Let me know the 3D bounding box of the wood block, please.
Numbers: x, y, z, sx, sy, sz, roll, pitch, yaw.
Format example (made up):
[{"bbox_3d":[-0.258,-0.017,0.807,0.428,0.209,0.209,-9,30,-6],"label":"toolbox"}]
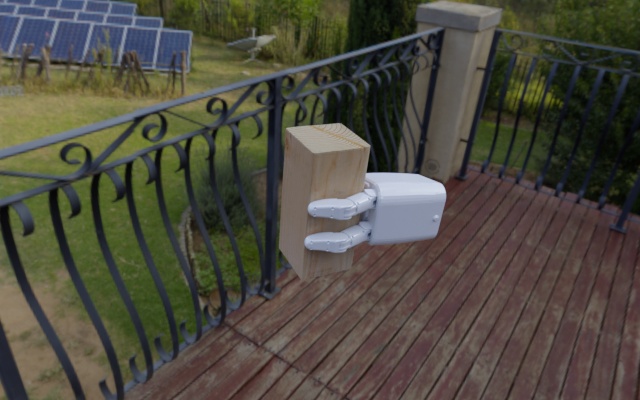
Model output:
[{"bbox_3d":[0.000,0.002,0.700,0.090,0.206,0.090,-10,33,-25],"label":"wood block"}]
